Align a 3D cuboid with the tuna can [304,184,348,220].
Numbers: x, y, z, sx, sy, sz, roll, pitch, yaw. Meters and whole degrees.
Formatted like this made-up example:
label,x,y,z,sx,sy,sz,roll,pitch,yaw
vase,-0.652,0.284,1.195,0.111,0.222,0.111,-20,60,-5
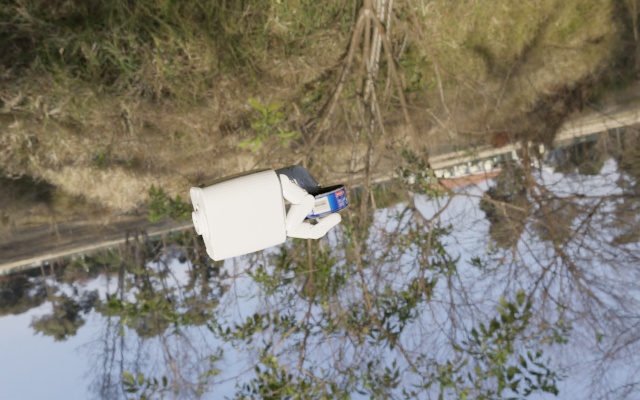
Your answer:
label,x,y,z,sx,sy,sz,roll,pitch,yaw
tuna can,0.000,0.003,0.753,0.086,0.034,0.086,-15,7,2
